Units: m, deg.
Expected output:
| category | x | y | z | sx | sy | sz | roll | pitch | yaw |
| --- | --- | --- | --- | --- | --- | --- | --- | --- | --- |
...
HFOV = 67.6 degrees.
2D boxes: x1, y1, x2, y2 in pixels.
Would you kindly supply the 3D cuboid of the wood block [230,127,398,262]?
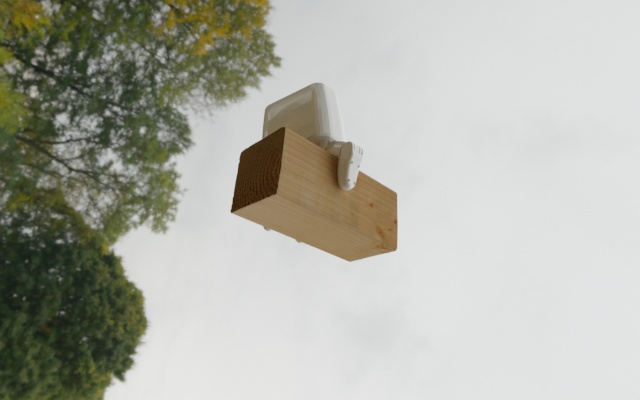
| category | x | y | z | sx | sy | sz | roll | pitch | yaw |
| --- | --- | --- | --- | --- | --- | --- | --- | --- | --- |
| wood block | 0.000 | 0.002 | 0.614 | 0.206 | 0.090 | 0.091 | 26 | -33 | -36 |
